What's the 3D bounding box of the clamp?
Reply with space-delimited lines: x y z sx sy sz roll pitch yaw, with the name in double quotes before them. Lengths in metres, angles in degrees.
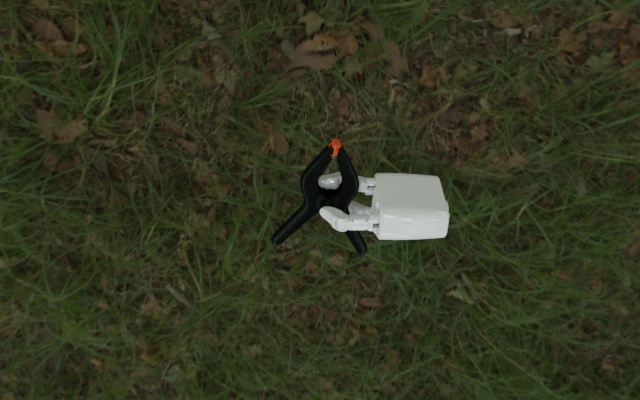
"clamp" 0.000 0.002 0.778 0.164 0.210 0.036 0 28 -2
